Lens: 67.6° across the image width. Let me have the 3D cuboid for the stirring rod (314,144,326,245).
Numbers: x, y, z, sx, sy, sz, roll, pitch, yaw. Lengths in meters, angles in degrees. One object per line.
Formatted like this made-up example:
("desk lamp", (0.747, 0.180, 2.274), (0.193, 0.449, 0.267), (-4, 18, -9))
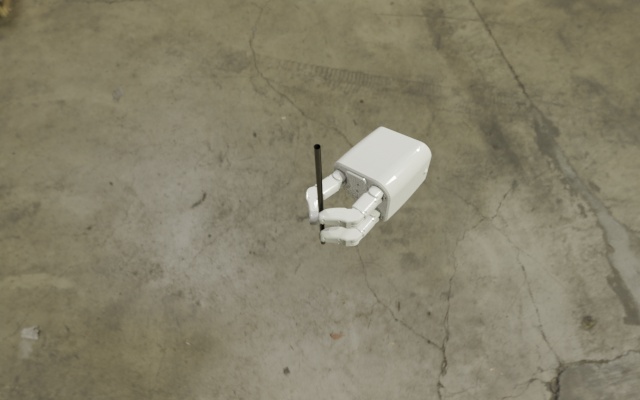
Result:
("stirring rod", (0.000, 0.002, 0.649), (0.011, 0.011, 0.240), (0, -32, 2))
